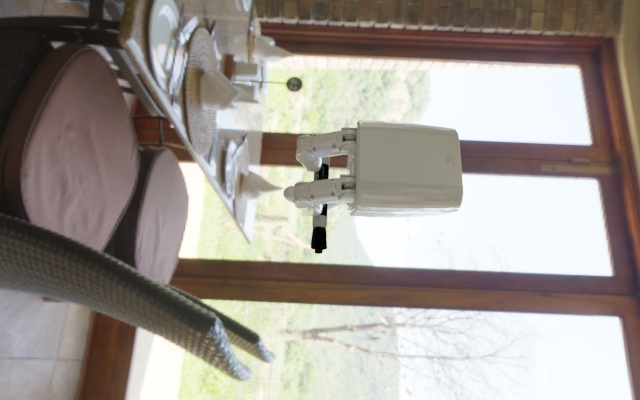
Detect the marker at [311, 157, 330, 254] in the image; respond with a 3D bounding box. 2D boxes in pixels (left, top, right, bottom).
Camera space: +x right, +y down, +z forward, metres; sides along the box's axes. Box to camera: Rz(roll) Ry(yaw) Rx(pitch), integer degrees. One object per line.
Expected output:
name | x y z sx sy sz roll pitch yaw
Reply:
marker | 0.000 0.002 0.549 0.020 0.121 0.020 2 -21 1
